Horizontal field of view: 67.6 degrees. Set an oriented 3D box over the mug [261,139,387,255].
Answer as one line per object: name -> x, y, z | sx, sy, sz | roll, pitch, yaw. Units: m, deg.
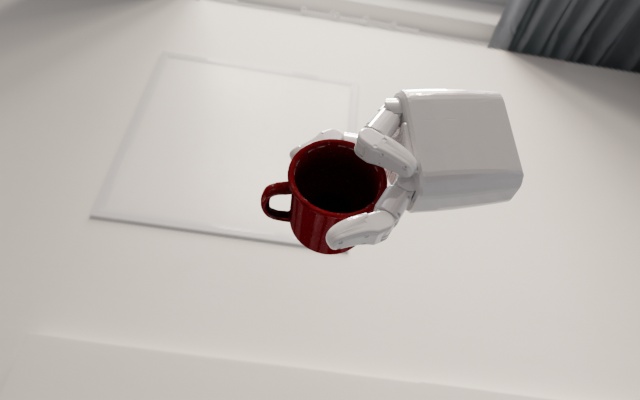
mug -> -0.001, 0.002, 0.469 | 0.117, 0.093, 0.082 | -4, -34, -11
